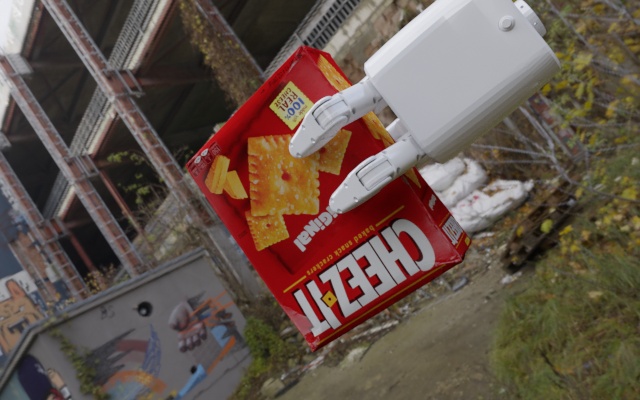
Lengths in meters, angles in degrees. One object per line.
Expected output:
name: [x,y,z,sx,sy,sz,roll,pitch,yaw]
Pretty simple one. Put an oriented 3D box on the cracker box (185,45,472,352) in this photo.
cracker box: [0.000,0.001,0.427,0.164,0.213,0.072,-38,-7,24]
